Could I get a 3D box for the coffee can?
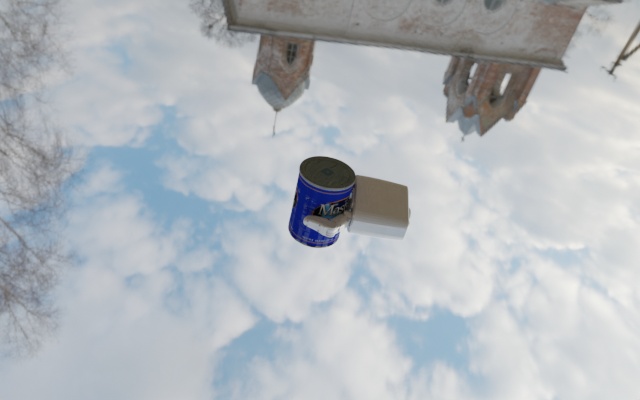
[{"bbox_3d":[0.000,0.003,0.892,0.103,0.140,0.102,9,36,-6],"label":"coffee can"}]
